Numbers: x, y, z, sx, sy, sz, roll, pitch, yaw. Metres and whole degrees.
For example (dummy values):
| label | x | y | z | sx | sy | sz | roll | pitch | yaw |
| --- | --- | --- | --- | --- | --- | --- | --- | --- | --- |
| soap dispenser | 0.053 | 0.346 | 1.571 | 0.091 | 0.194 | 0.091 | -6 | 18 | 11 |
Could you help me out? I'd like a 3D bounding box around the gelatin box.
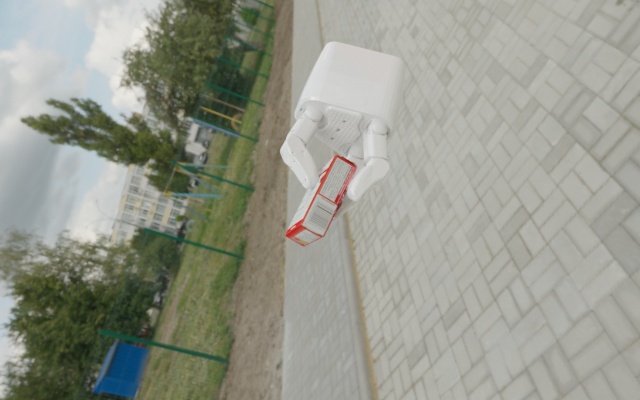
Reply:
| label | x | y | z | sx | sy | sz | roll | pitch | yaw |
| --- | --- | --- | --- | --- | --- | --- | --- | --- | --- |
| gelatin box | 0.000 | 0.002 | 0.517 | 0.030 | 0.089 | 0.073 | 30 | -20 | -9 |
